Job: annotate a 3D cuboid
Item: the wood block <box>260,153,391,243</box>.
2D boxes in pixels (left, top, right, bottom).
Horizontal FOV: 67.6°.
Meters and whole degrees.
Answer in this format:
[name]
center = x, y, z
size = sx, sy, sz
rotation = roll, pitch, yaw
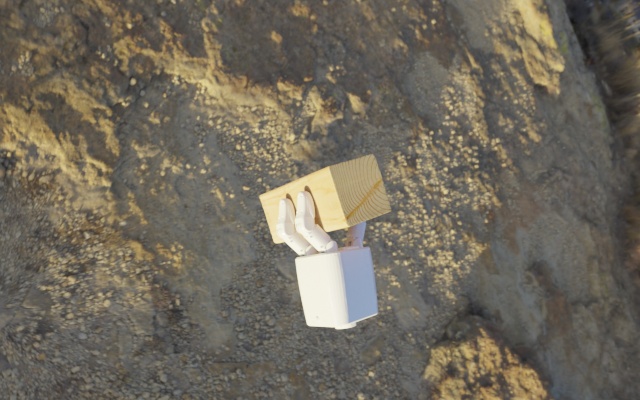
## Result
[wood block]
center = 0.001, 0.003, 0.751
size = 0.091, 0.090, 0.206
rotation = -18, 0, -36
